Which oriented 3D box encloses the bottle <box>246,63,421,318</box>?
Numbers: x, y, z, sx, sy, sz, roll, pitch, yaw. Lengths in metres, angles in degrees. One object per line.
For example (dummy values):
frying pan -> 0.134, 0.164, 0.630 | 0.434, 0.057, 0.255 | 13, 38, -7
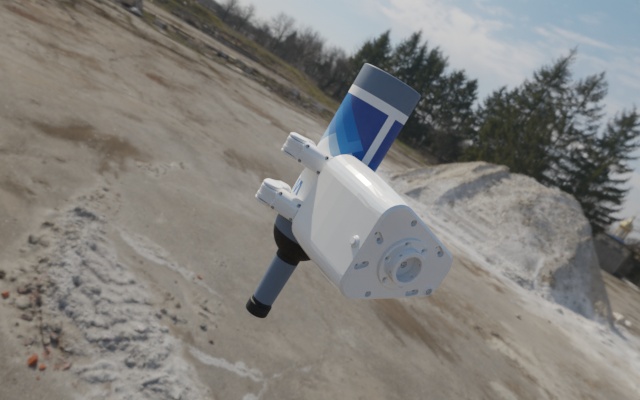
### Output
bottle -> 0.000, 0.001, 0.513 | 0.069, 0.296, 0.069 | 29, 12, -7
